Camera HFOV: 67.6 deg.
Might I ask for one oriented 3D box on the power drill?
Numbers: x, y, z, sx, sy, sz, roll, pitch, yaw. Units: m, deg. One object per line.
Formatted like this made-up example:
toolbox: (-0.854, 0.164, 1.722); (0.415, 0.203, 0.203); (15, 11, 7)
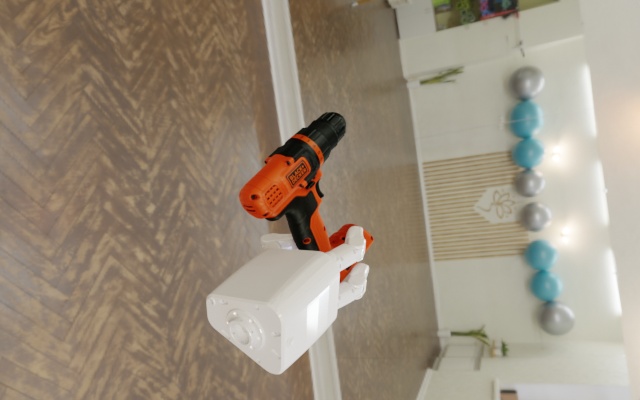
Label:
power drill: (0.000, 0.003, 0.618); (0.057, 0.188, 0.184); (6, 44, 48)
